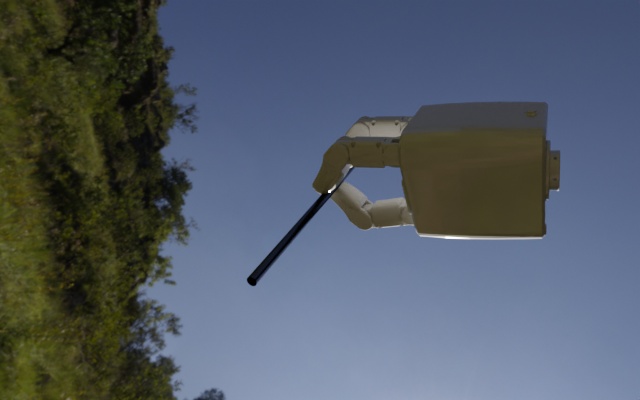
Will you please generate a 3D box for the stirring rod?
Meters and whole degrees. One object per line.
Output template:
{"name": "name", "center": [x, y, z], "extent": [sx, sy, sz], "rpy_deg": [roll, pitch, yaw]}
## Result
{"name": "stirring rod", "center": [0.000, 0.002, 0.428], "extent": [0.011, 0.011, 0.239], "rpy_deg": [0, 27, 27]}
